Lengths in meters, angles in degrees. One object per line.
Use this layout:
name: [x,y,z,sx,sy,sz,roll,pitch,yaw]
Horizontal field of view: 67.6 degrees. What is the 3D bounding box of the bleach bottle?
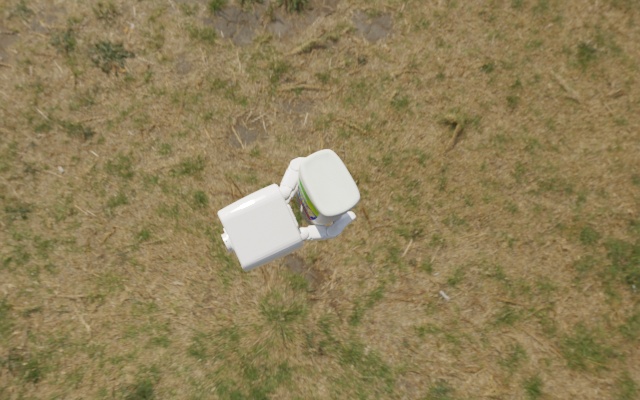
bleach bottle: [0.000,0.002,0.799,0.068,0.102,0.251,-26,-10,-11]
